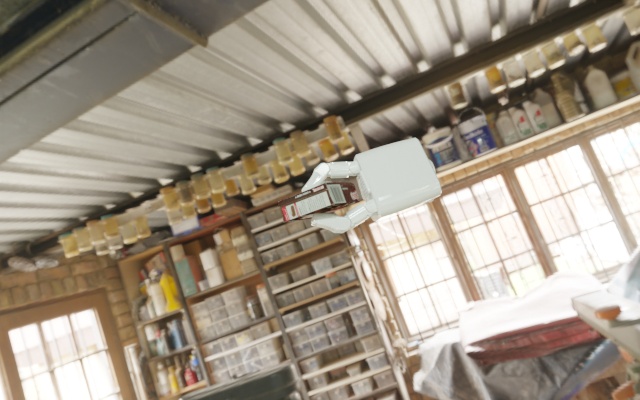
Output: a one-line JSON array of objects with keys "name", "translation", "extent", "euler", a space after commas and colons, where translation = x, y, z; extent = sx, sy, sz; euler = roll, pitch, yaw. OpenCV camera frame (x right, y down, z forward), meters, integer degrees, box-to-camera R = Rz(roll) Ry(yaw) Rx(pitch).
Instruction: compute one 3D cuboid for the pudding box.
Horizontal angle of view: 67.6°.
[{"name": "pudding box", "translation": [0.000, 0.002, 0.755], "extent": [0.090, 0.039, 0.113], "euler": [-22, -9, 24]}]
